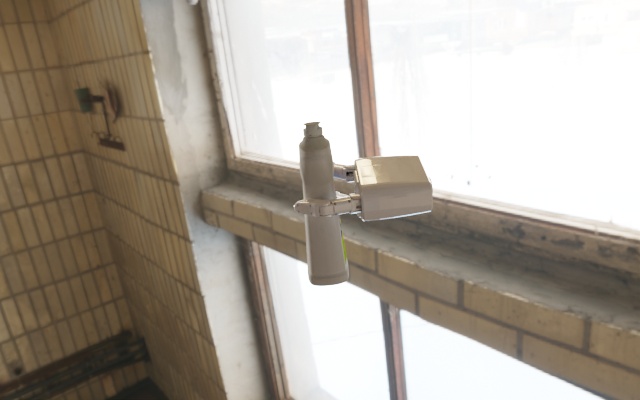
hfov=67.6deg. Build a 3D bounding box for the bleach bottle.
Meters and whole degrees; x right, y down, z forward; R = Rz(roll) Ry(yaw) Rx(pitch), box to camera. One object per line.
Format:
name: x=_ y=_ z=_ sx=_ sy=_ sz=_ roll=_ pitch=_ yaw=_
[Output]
bleach bottle: x=0.000 y=0.003 z=0.761 sx=0.068 sy=0.251 sz=0.102 roll=-6 pitch=19 yaw=0
